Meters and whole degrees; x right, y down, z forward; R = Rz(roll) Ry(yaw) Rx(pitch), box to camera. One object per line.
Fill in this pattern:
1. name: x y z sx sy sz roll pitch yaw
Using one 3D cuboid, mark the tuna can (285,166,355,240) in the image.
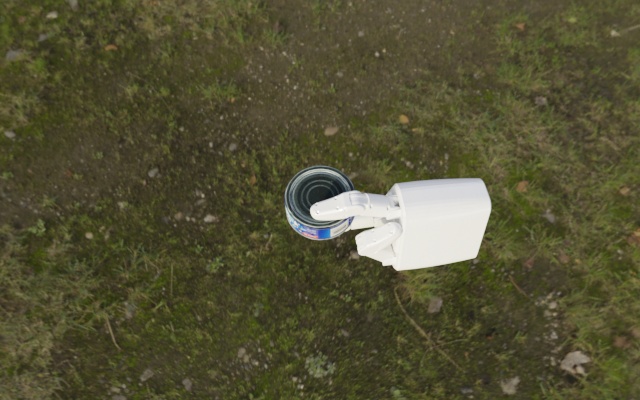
1. tuna can: 0.000 0.002 0.570 0.086 0.086 0.034 0 -27 1
